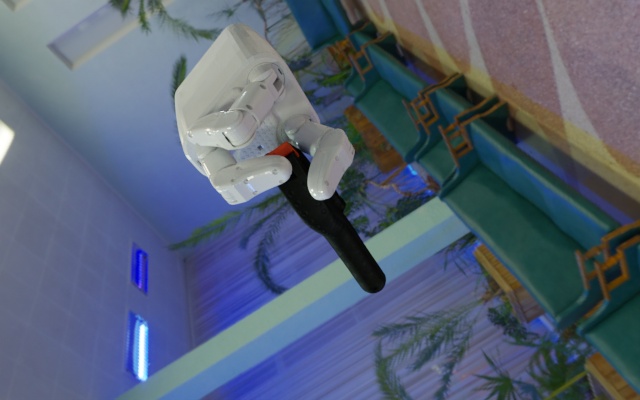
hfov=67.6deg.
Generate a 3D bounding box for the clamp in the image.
[{"bbox_3d":[0.000,0.002,0.430,0.039,0.172,0.120,-35,40,1],"label":"clamp"}]
